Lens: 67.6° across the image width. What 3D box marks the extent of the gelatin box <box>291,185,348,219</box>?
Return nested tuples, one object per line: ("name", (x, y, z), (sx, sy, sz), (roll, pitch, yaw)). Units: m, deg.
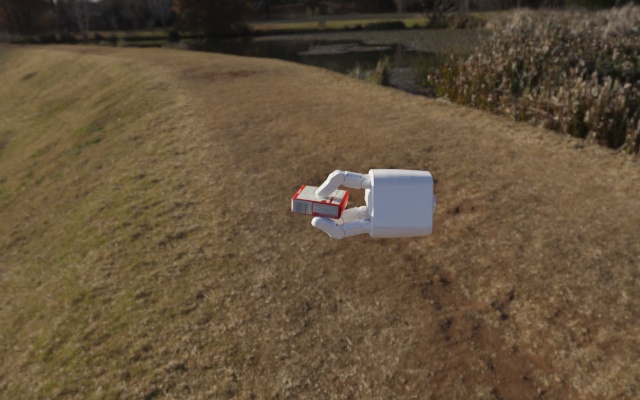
("gelatin box", (0.000, 0.002, 0.853), (0.089, 0.030, 0.073), (8, 22, 11))
